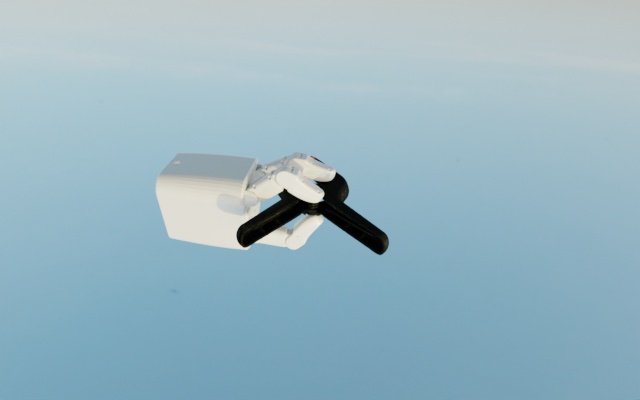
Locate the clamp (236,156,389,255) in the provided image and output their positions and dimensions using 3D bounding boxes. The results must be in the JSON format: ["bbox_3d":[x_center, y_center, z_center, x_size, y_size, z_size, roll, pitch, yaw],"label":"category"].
[{"bbox_3d":[0.000,0.002,0.590,0.164,0.036,0.210,8,29,2],"label":"clamp"}]
